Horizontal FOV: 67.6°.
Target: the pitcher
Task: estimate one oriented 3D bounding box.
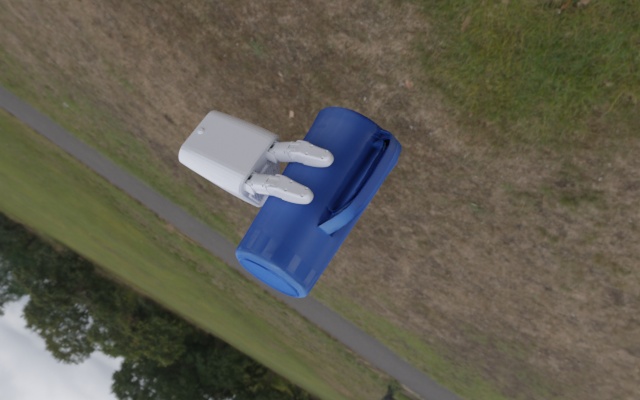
[{"bbox_3d":[0.000,0.002,0.635,0.145,0.242,0.149,26,-22,16],"label":"pitcher"}]
